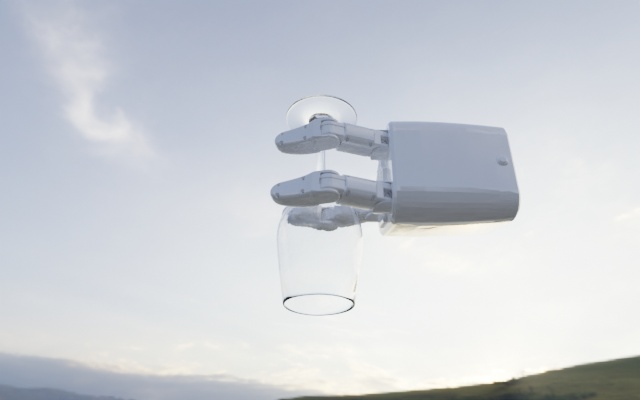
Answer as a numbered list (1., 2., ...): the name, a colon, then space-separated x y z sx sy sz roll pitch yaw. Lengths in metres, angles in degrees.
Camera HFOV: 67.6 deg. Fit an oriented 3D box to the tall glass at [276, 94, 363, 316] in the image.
1. tall glass: 0.000 0.001 0.450 0.079 0.201 0.079 1 -29 1
